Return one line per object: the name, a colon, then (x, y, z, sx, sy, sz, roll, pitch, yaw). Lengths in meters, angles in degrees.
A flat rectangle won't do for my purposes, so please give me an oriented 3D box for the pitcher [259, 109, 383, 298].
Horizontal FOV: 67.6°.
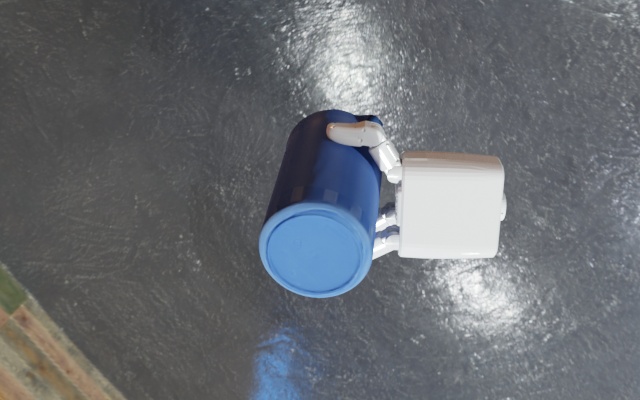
pitcher: (0.000, 0.002, 0.546, 0.145, 0.149, 0.242, 2, 28, 6)
